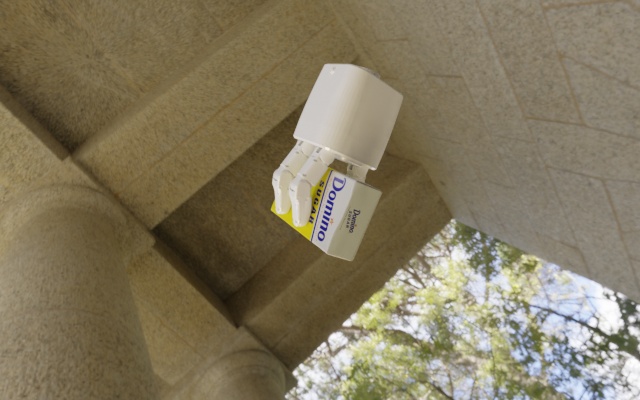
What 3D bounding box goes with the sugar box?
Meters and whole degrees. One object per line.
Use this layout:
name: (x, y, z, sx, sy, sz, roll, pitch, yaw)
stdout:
sugar box: (0.000, 0.002, 0.621, 0.048, 0.093, 0.176, 20, 5, -29)
